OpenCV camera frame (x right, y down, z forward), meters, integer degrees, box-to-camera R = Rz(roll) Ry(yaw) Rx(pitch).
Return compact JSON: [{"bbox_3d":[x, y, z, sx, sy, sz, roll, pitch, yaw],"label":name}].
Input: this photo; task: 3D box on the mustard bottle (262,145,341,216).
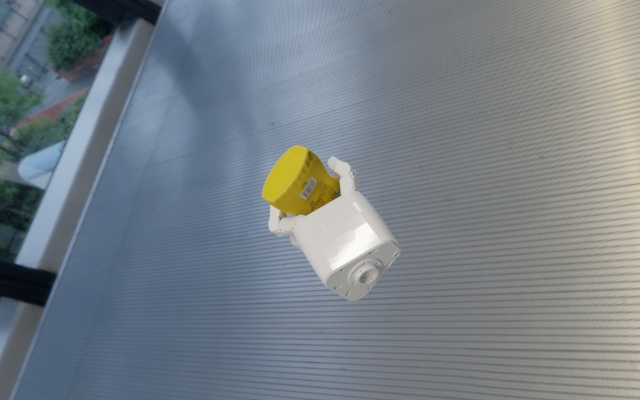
[{"bbox_3d":[0.000,0.002,0.742,0.058,0.096,0.192,23,-11,44],"label":"mustard bottle"}]
